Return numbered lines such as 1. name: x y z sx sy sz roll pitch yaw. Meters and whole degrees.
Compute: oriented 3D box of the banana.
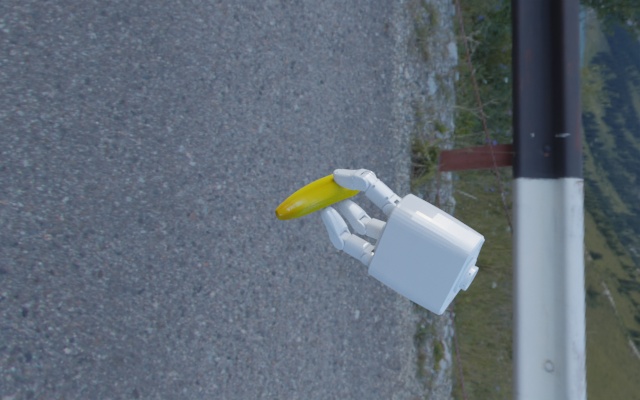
1. banana: 0.014 -0.010 0.665 0.070 0.037 0.198 -44 -13 27
